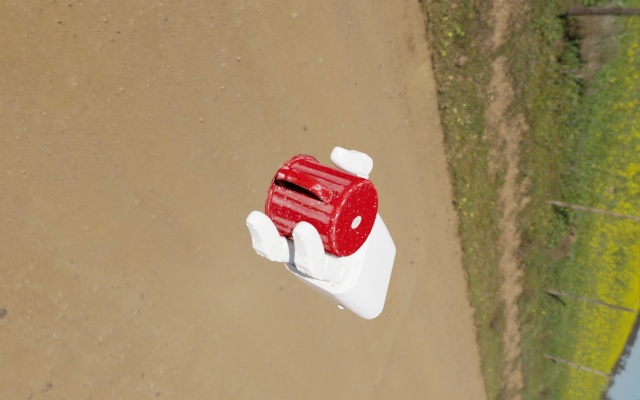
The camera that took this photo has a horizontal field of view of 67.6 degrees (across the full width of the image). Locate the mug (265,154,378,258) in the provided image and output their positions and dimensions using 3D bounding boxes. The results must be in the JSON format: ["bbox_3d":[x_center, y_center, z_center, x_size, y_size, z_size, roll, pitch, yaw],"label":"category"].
[{"bbox_3d":[0.000,0.001,0.472,0.081,0.093,0.117,20,-18,34],"label":"mug"}]
